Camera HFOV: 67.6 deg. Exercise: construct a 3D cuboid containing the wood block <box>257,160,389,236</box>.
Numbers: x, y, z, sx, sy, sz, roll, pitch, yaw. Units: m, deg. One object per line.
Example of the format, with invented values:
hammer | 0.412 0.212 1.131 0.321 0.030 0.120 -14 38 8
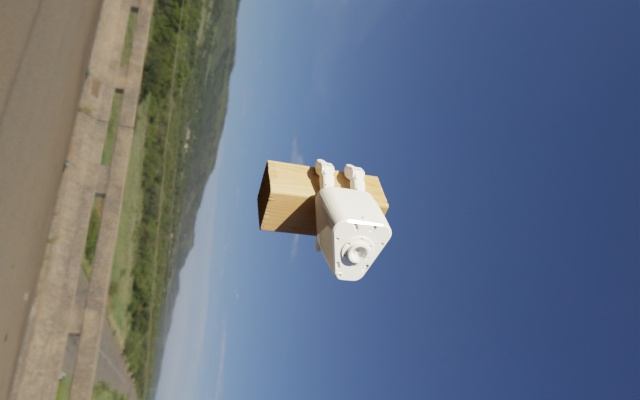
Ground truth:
wood block | 0.000 0.003 0.840 0.206 0.091 0.090 8 38 -17
